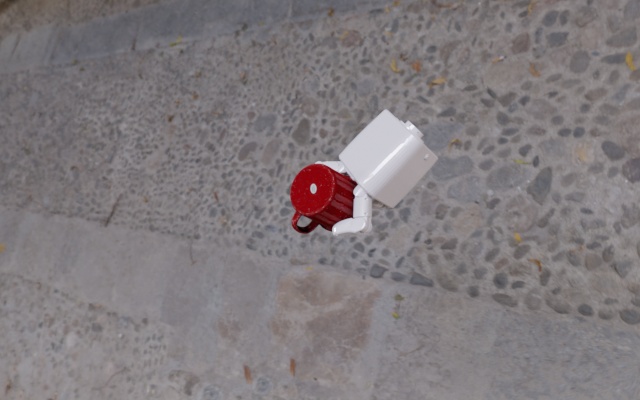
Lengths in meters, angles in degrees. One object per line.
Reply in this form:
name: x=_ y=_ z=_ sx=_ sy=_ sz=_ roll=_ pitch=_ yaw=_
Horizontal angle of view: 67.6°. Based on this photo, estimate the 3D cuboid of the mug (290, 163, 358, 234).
mug: x=-0.001 y=0.003 z=0.723 sx=0.081 sy=0.117 sz=0.093 roll=27 pitch=20 yaw=-53
